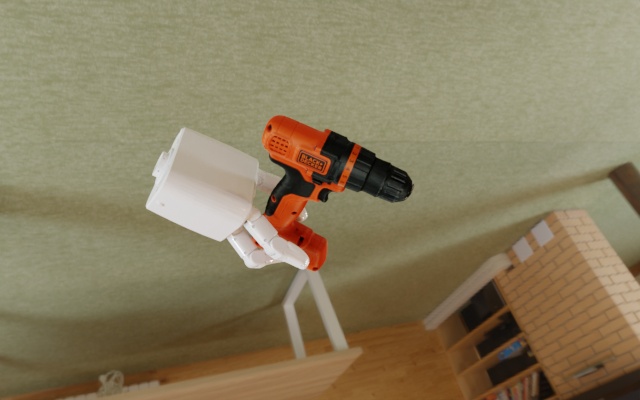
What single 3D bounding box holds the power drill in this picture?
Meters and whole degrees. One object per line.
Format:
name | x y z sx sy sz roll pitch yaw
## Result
power drill | 0.000 0.002 0.595 0.184 0.188 0.057 25 37 2
